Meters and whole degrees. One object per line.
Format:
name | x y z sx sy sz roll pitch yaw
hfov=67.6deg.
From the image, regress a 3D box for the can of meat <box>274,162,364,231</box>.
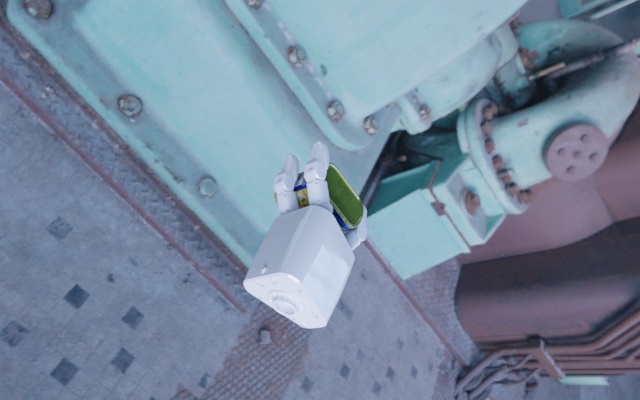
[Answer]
can of meat | 0.000 0.002 0.669 0.084 0.102 0.057 -18 30 41
